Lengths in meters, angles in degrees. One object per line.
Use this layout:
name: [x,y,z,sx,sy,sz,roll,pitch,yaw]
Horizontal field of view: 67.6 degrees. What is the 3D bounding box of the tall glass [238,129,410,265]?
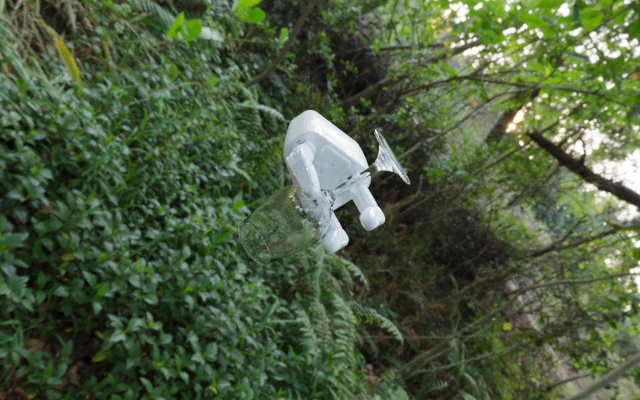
tall glass: [0.001,0.002,0.563,0.201,0.079,0.079,-32,-9,14]
